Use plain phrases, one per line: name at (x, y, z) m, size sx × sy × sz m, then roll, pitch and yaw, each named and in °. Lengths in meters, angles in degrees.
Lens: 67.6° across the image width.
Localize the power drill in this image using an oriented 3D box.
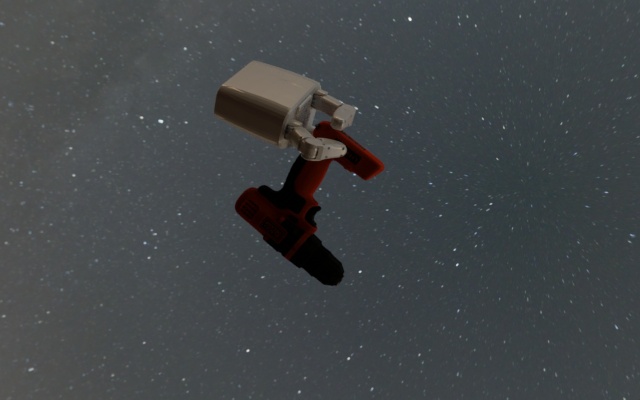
power drill at (0.000, 0.002, 0.651) m, size 0.184 × 0.188 × 0.057 m, roll 40°, pitch 11°, yaw 0°
